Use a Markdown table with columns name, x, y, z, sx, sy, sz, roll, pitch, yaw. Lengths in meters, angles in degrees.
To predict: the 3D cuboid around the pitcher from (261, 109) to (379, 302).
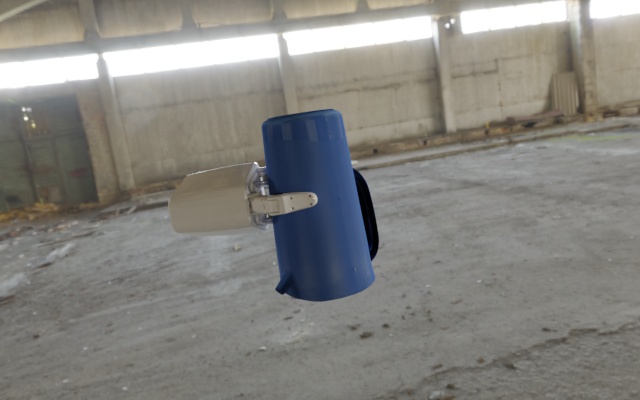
| name | x | y | z | sx | sy | sz | roll | pitch | yaw |
| --- | --- | --- | --- | --- | --- | --- | --- | --- | --- |
| pitcher | 0.000 | 0.002 | 0.653 | 0.145 | 0.243 | 0.149 | -8 | 9 | 6 |
